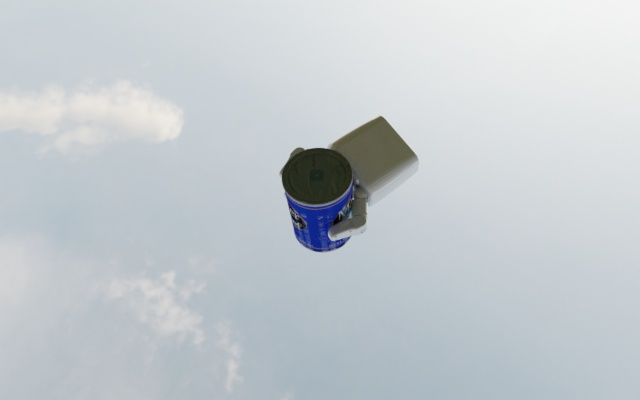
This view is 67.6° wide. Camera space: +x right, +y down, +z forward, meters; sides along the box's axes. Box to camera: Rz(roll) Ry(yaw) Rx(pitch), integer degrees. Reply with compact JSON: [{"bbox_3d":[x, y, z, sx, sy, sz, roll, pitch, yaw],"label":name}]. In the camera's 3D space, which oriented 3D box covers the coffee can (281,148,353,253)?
[{"bbox_3d":[0.000,0.002,0.738,0.103,0.102,0.140,0,-34,5],"label":"coffee can"}]
